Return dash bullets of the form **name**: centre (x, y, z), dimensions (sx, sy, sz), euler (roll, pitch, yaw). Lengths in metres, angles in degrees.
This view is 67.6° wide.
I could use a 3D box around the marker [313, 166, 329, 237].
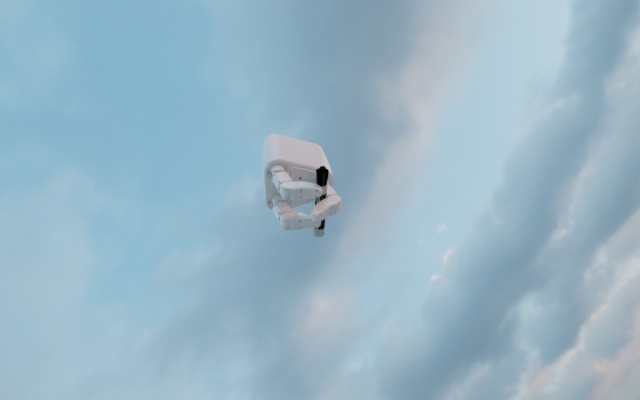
- **marker**: centre (0.000, 0.002, 0.723), dimensions (0.020, 0.121, 0.020), euler (2, 33, -2)
